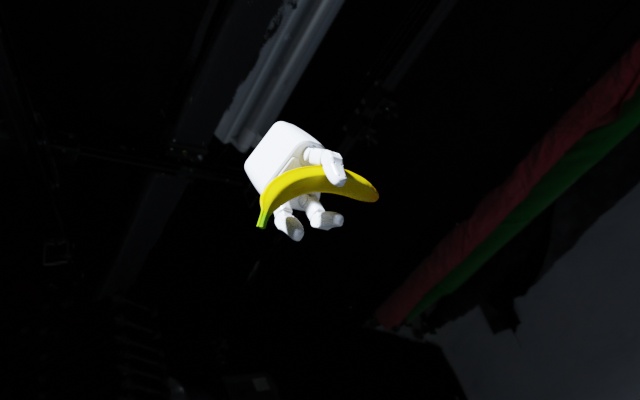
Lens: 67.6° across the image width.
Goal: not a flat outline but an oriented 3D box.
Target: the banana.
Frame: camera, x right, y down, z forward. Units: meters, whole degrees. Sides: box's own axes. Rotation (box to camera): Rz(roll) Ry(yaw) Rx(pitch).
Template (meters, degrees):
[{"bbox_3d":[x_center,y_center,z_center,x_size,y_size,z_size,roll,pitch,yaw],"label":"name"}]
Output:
[{"bbox_3d":[-0.005,-0.015,0.667,0.198,0.069,0.037,-12,14,-27],"label":"banana"}]
